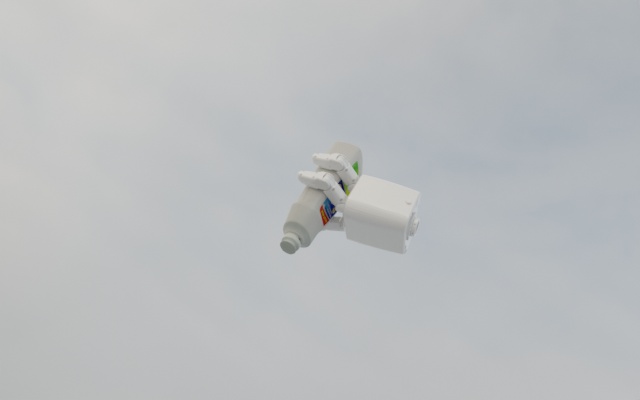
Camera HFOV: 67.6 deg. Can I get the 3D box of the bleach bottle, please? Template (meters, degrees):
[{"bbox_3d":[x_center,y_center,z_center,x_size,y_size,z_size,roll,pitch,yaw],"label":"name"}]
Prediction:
[{"bbox_3d":[0.000,0.003,0.826,0.068,0.103,0.250,16,45,17],"label":"bleach bottle"}]
